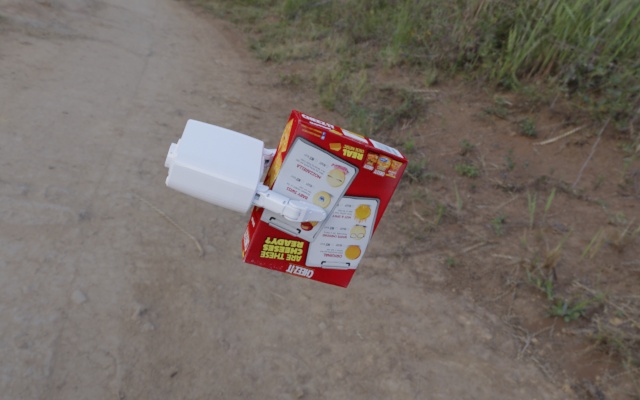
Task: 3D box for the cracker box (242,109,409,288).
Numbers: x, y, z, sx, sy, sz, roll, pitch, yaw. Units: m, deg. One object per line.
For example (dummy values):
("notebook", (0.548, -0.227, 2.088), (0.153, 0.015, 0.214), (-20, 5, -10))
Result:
("cracker box", (0.000, 0.002, 0.674), (0.164, 0.214, 0.072), (17, 20, -18))
